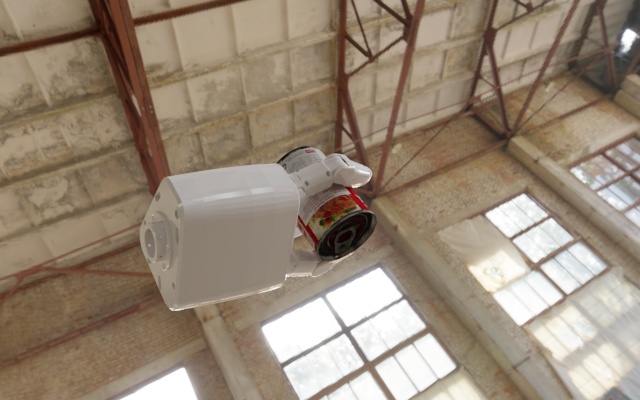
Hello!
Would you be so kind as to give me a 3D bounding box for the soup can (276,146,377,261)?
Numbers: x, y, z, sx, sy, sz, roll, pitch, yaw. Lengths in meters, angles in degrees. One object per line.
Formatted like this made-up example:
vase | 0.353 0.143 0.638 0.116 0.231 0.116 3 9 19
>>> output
soup can | 0.000 0.001 0.483 0.068 0.068 0.102 0 42 -44
